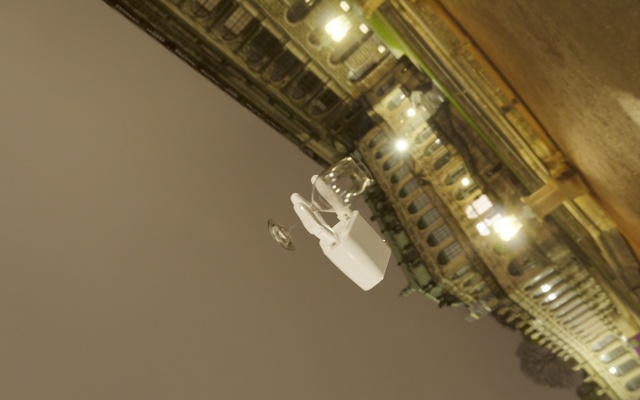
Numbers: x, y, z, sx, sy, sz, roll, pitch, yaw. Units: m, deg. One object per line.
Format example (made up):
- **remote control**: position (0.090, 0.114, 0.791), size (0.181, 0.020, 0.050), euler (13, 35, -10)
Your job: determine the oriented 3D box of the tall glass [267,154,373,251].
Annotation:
- **tall glass**: position (0.000, 0.003, 0.862), size (0.201, 0.079, 0.079), euler (-41, -15, 18)
